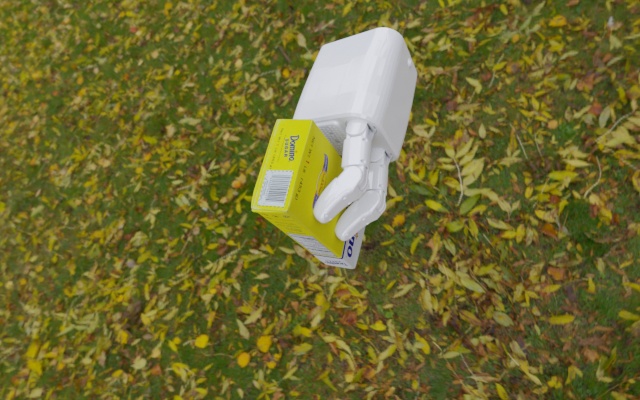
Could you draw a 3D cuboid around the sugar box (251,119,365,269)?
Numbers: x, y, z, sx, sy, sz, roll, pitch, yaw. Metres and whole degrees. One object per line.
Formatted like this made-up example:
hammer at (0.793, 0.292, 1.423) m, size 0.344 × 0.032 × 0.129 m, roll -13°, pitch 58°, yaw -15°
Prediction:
sugar box at (0.001, 0.001, 0.491) m, size 0.048 × 0.093 × 0.176 m, roll 5°, pitch -20°, yaw 29°
